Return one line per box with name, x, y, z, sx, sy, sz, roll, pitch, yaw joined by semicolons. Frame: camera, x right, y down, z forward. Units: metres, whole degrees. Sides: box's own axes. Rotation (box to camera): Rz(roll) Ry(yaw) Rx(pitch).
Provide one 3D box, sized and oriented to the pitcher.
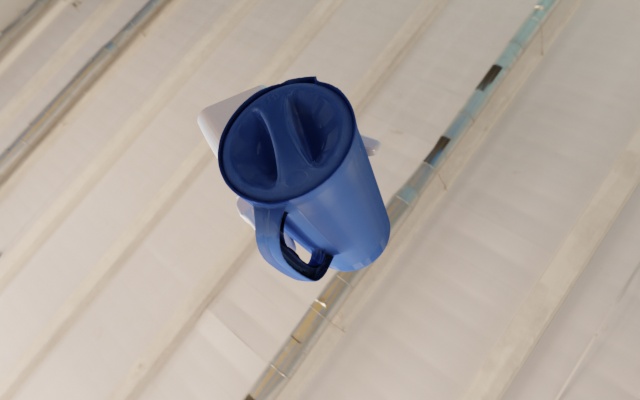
pitcher;0.000;0.002;0.520;0.149;0.145;0.243;-39;-33;-2
